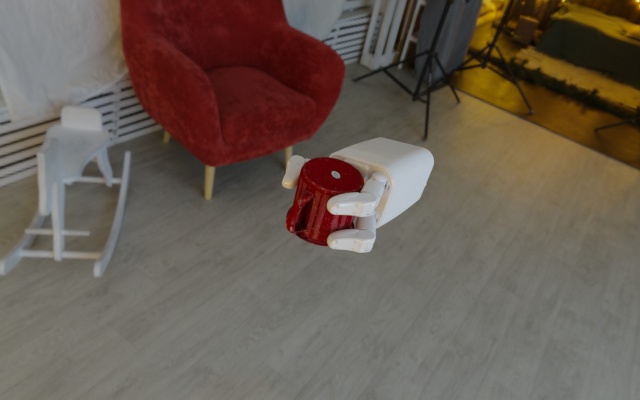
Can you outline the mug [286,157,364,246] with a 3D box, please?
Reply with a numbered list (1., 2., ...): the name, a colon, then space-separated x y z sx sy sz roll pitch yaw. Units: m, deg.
1. mug: -0.001 0.002 0.603 0.093 0.082 0.117 36 42 27
